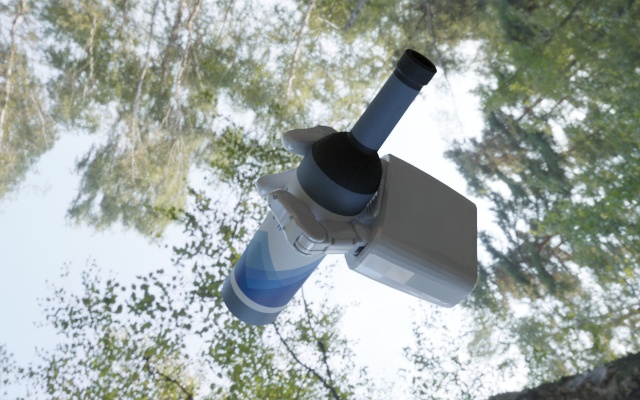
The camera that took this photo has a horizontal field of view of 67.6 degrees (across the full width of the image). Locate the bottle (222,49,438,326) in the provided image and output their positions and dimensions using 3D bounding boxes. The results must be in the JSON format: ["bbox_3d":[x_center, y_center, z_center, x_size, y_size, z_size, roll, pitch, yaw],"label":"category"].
[{"bbox_3d":[0.000,0.002,0.416,0.069,0.069,0.296,0,-43,-42],"label":"bottle"}]
